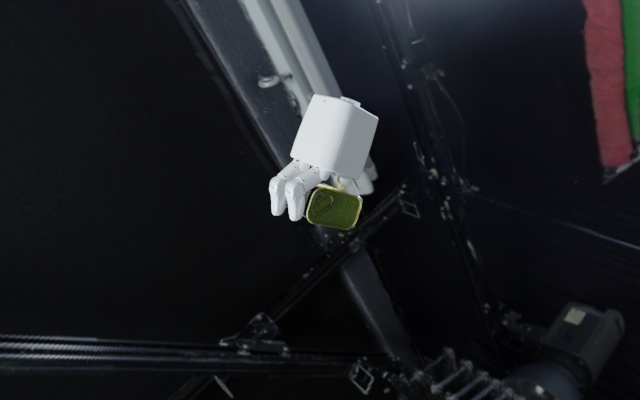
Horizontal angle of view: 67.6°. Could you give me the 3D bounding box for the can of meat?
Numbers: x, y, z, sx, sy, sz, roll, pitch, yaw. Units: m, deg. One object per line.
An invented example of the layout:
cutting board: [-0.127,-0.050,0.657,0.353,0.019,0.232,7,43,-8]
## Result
can of meat: [0.000,0.002,0.765,0.102,0.057,0.084,12,9,-38]
